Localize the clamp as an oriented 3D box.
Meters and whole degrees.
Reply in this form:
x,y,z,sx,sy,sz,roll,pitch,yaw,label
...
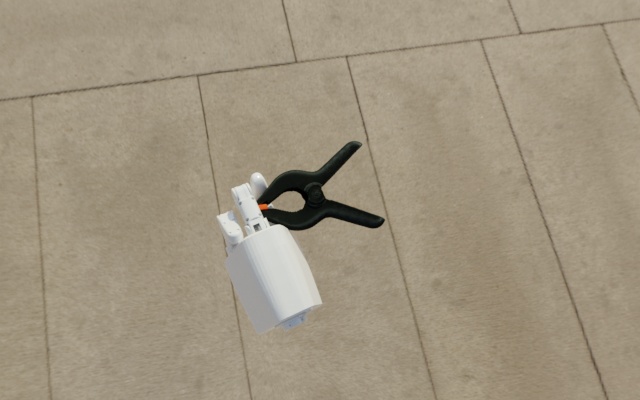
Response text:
x,y,z,sx,sy,sz,roll,pitch,yaw,label
0.000,0.002,0.618,0.171,0.120,0.039,-23,-13,-12,clamp
